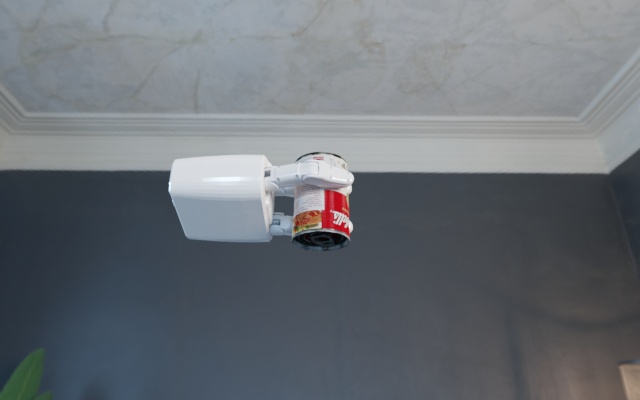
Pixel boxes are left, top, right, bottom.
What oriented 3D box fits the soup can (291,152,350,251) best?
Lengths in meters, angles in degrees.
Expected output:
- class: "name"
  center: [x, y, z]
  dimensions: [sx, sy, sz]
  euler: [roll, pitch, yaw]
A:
- class: "soup can"
  center: [0.001, 0.002, 0.571]
  dimensions: [0.068, 0.102, 0.068]
  euler: [0, -25, 0]
